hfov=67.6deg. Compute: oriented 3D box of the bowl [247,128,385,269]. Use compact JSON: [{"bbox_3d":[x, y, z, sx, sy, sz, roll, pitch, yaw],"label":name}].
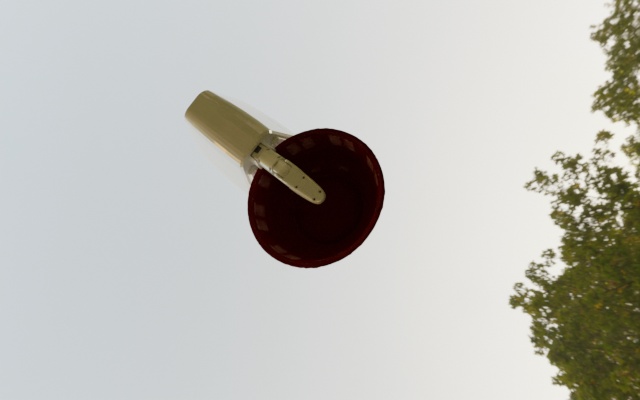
[{"bbox_3d":[0.001,0.003,0.545,0.162,0.162,0.055,0,-18,22],"label":"bowl"}]
